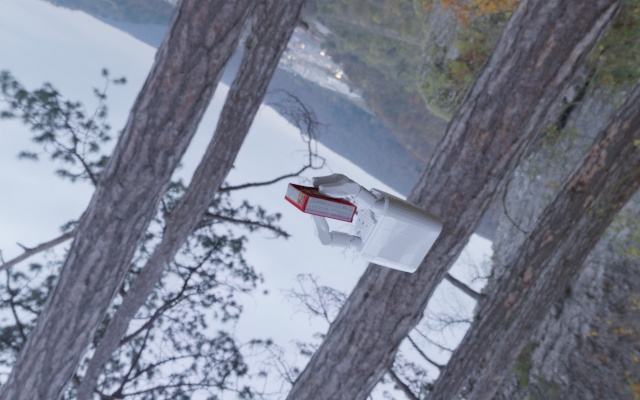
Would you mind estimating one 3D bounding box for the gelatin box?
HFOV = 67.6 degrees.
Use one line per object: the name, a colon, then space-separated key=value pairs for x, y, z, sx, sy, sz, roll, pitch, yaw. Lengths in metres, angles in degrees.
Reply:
gelatin box: x=0.000 y=0.003 z=0.724 sx=0.089 sy=0.030 sz=0.073 roll=12 pitch=11 yaw=-29
